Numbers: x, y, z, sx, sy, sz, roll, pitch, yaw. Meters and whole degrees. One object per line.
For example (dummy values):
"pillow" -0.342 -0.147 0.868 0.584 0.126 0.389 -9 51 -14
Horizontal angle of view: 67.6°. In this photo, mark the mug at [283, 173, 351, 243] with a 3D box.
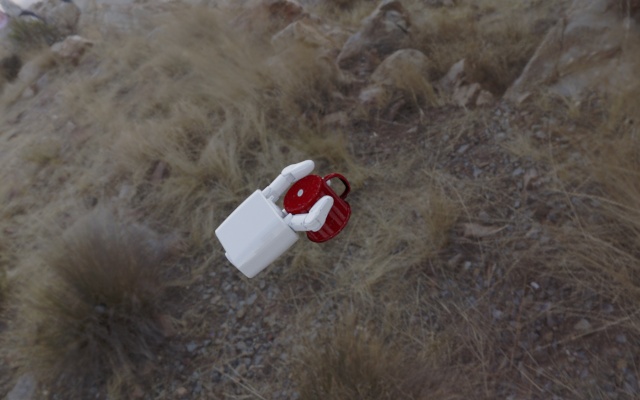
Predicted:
"mug" 0.001 0.002 0.803 0.081 0.117 0.093 47 -1 -33
